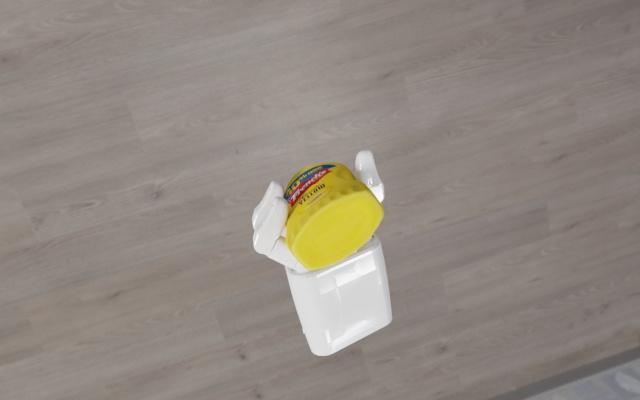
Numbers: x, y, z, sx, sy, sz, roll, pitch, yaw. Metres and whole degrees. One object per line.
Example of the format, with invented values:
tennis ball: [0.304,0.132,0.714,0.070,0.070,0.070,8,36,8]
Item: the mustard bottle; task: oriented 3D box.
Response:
mustard bottle: [0.000,0.002,0.528,0.096,0.058,0.191,-39,19,3]
